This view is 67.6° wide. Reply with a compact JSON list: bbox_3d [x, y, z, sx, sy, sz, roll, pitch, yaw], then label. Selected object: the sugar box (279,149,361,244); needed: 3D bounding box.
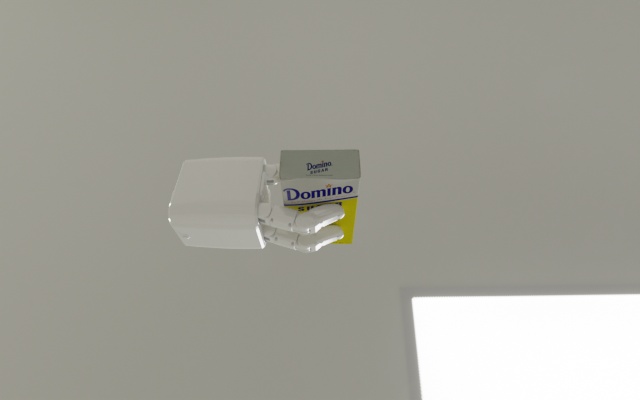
[{"bbox_3d":[0.000,0.003,0.609,0.093,0.048,0.176,-1,-27,1],"label":"sugar box"}]
